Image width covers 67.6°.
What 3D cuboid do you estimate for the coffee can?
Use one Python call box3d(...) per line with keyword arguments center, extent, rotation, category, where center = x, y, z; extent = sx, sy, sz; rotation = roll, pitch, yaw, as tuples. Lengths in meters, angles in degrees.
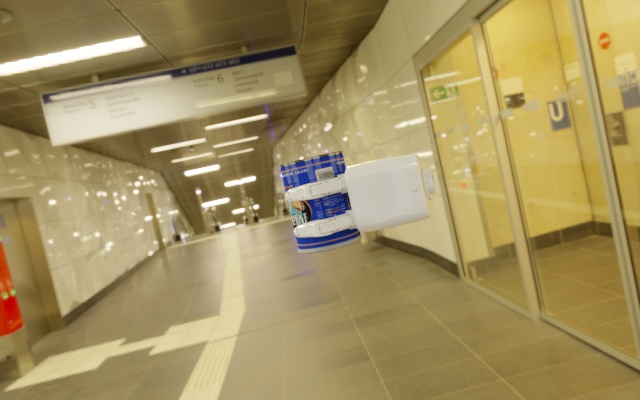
box3d(center=(0.000, 0.003, 0.748), extent=(0.103, 0.140, 0.103), rotation=(-13, 3, 1), category="coffee can")
